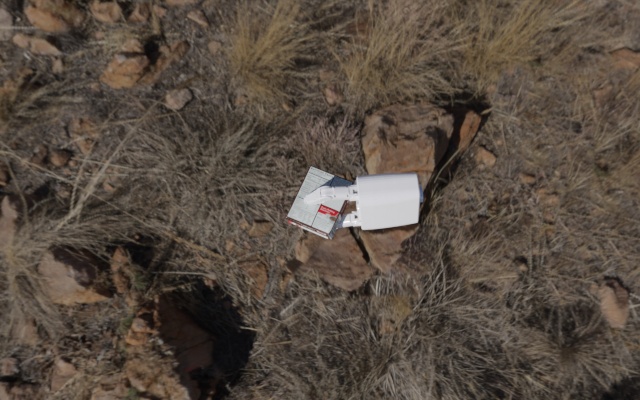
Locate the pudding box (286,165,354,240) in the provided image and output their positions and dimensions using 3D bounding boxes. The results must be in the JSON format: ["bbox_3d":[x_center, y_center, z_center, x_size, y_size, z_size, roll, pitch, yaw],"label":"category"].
[{"bbox_3d":[0.000,0.003,0.875,0.090,0.113,0.039,22,-15,12],"label":"pudding box"}]
